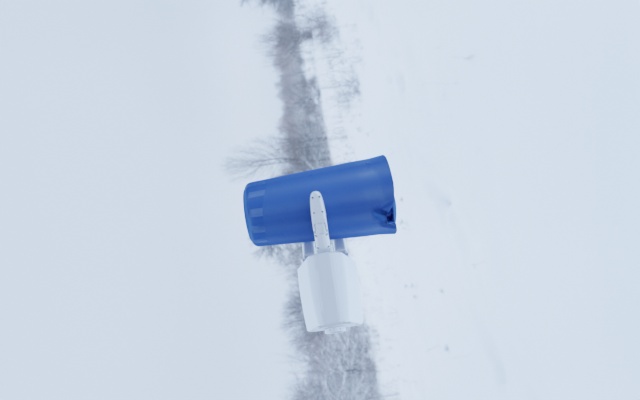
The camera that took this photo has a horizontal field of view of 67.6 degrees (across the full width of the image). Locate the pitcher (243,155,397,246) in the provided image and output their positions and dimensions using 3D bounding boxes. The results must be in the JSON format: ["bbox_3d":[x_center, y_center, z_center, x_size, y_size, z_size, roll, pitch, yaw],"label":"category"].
[{"bbox_3d":[0.000,0.003,0.802,0.243,0.145,0.149,-8,-18,0],"label":"pitcher"}]
